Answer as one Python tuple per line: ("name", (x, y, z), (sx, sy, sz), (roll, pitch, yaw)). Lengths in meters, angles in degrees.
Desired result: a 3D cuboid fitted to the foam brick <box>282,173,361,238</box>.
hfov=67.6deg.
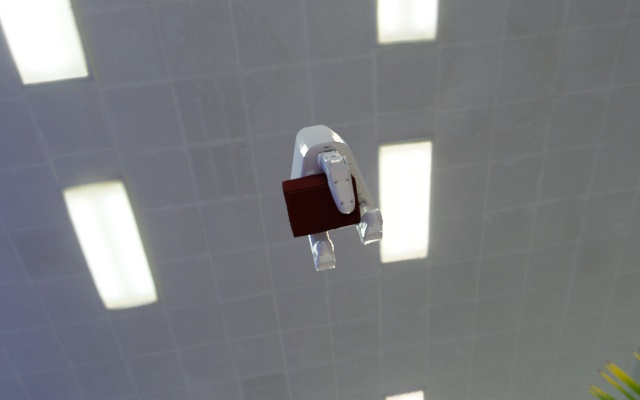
("foam brick", (0.000, 0.002, 0.525), (0.078, 0.053, 0.051), (-11, 18, -6))
